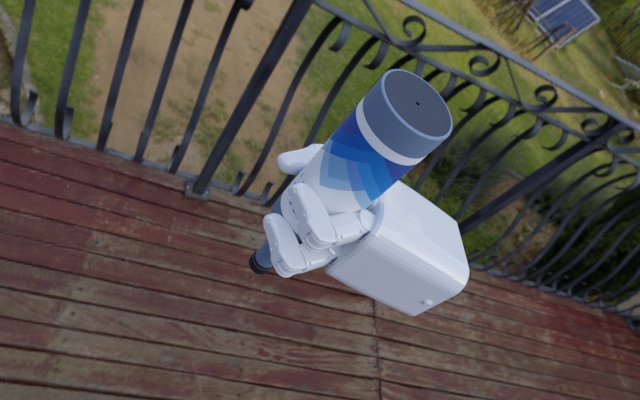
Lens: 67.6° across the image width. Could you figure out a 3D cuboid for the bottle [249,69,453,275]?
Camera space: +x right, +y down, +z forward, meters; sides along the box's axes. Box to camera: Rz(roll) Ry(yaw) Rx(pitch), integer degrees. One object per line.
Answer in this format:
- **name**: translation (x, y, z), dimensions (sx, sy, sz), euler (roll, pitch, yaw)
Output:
- **bottle**: translation (0.000, 0.001, 0.457), dimensions (0.069, 0.069, 0.296), euler (0, -30, -34)
